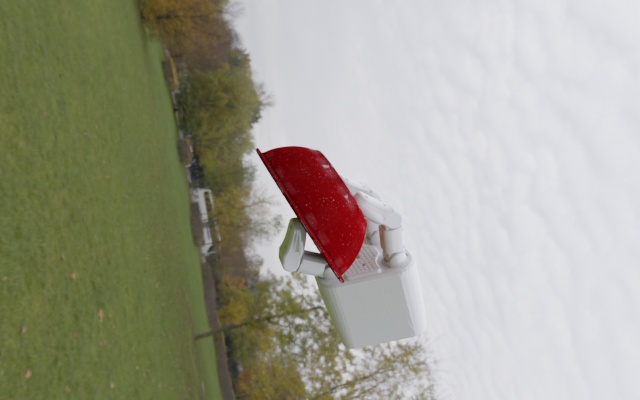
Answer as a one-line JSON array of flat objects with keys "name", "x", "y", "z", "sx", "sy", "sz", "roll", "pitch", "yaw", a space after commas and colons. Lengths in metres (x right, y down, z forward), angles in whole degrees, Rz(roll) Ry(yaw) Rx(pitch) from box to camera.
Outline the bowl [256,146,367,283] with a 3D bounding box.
[{"name": "bowl", "x": 0.000, "y": 0.001, "z": 0.486, "sx": 0.055, "sy": 0.162, "sz": 0.162, "roll": -33, "pitch": 1, "yaw": -2}]
